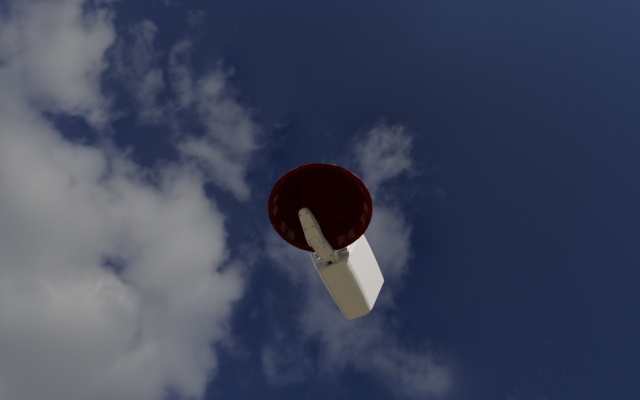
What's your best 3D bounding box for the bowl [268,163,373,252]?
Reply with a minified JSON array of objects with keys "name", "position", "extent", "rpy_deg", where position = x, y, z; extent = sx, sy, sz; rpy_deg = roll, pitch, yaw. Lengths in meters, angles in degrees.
[{"name":"bowl","position":[0.000,0.001,0.754],"extent":[0.162,0.162,0.055],"rpy_deg":[0,31,2]}]
